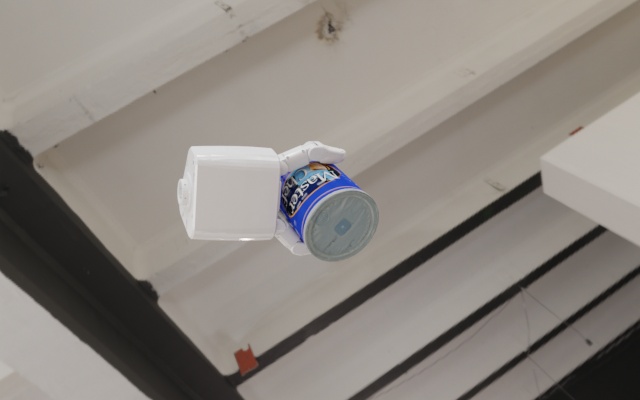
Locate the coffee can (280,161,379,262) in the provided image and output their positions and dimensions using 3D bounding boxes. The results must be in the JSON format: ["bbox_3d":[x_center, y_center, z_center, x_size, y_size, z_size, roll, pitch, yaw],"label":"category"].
[{"bbox_3d":[0.000,0.002,0.648,0.103,0.103,0.140,0,27,-27],"label":"coffee can"}]
